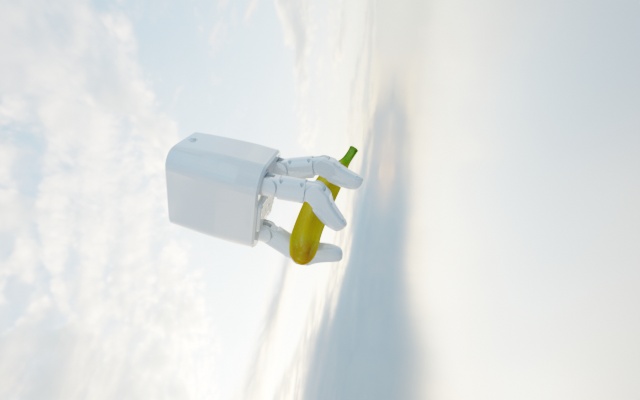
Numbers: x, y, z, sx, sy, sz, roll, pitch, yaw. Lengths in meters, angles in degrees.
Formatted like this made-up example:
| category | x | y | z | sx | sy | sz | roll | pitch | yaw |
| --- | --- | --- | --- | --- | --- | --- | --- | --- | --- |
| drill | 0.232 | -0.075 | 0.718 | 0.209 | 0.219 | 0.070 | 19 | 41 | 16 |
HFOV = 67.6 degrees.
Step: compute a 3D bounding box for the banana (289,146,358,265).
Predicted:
| category | x | y | z | sx | sy | sz | roll | pitch | yaw |
| --- | --- | --- | --- | --- | --- | --- | --- | --- | --- |
| banana | -0.004 | 0.011 | 0.568 | 0.037 | 0.197 | 0.070 | 24 | -43 | -1 |
